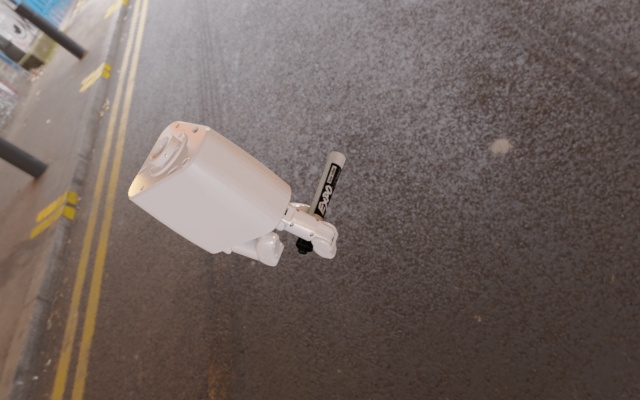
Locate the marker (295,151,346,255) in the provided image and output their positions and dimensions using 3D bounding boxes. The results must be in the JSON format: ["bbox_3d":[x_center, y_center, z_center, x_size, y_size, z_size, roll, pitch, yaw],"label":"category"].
[{"bbox_3d":[0.000,0.002,0.508,0.020,0.121,0.020,17,-25,8],"label":"marker"}]
